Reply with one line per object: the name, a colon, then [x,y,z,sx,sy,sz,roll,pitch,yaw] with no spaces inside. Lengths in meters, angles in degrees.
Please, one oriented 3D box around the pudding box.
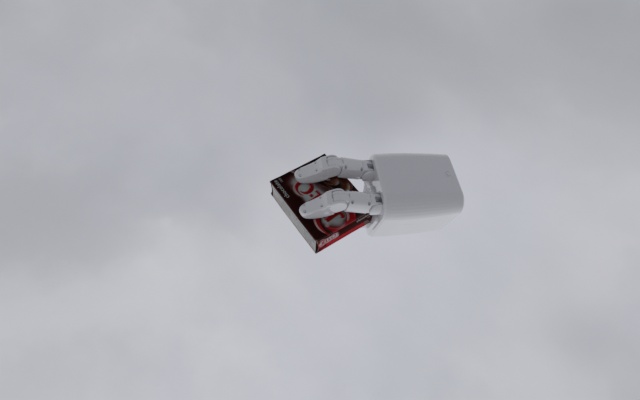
pudding box: [0.000,0.002,0.627,0.090,0.113,0.039,-28,-30,-22]
